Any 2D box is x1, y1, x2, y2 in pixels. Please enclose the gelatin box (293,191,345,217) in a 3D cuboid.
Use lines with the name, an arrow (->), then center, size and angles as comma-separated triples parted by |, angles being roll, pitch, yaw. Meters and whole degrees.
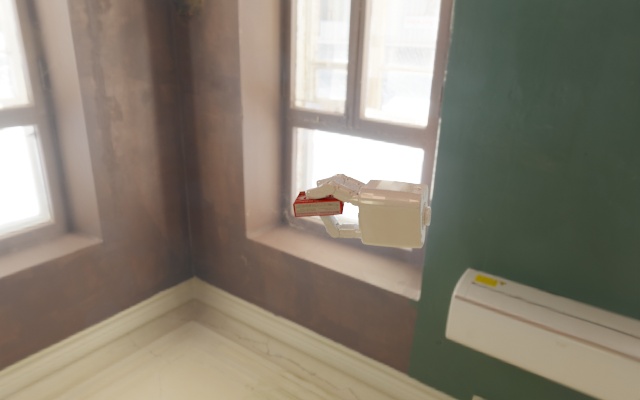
gelatin box -> 0.000, 0.003, 0.869 | 0.089, 0.030, 0.073 | -4, 18, 9
